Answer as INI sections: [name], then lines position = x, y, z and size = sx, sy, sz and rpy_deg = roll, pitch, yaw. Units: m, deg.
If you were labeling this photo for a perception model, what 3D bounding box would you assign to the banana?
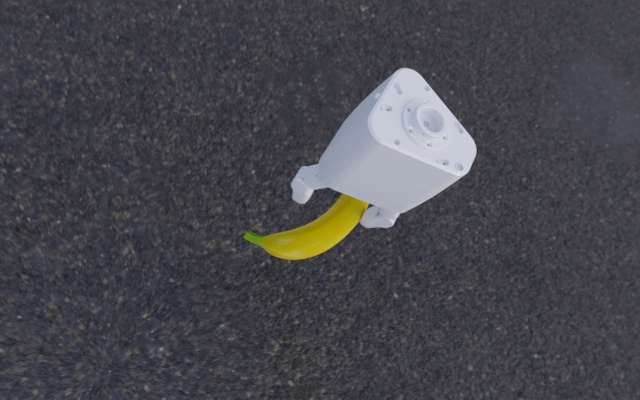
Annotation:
[banana]
position = 0.007, 0.019, 0.580
size = 0.197, 0.069, 0.037
rpy_deg = -30, -5, -29
